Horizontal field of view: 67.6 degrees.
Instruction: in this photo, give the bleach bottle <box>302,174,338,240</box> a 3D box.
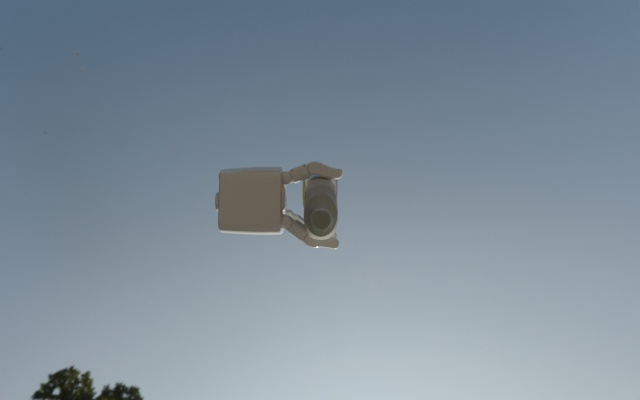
[{"bbox_3d":[0.000,0.003,0.809,0.068,0.102,0.251,0,8,-1],"label":"bleach bottle"}]
